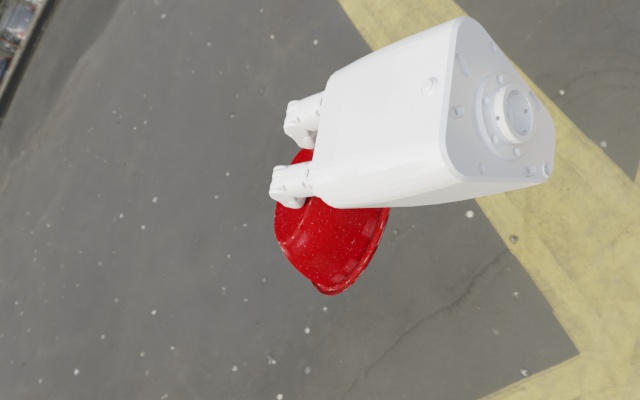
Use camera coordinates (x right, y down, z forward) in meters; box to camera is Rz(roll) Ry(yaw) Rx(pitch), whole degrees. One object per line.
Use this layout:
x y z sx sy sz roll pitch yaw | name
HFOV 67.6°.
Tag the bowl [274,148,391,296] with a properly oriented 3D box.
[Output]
-0.001 0.002 0.438 0.055 0.162 0.162 16 -6 -22 | bowl
